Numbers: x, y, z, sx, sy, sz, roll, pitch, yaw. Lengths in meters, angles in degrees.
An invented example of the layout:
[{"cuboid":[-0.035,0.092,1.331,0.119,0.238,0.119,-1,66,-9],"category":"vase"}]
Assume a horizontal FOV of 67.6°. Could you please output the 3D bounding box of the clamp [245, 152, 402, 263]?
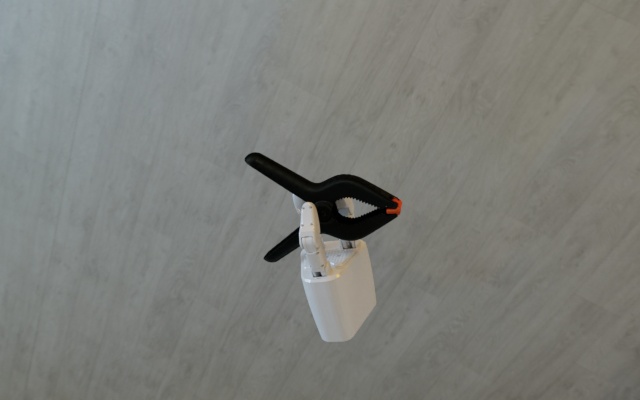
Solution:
[{"cuboid":[0.000,0.003,0.637,0.210,0.165,0.036,-8,23,17],"category":"clamp"}]
